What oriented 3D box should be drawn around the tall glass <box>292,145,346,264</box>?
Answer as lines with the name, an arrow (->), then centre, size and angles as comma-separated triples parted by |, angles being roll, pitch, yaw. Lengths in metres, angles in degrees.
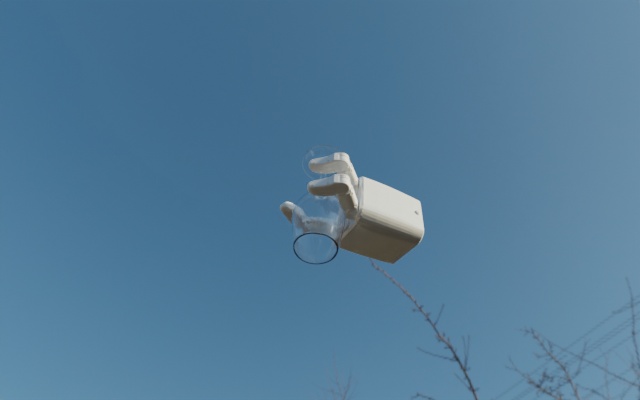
tall glass -> 0.000, 0.002, 0.722 | 0.079, 0.079, 0.200 | 0, 40, 5
